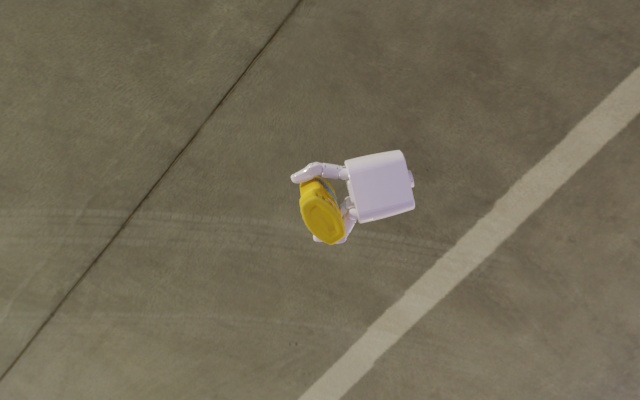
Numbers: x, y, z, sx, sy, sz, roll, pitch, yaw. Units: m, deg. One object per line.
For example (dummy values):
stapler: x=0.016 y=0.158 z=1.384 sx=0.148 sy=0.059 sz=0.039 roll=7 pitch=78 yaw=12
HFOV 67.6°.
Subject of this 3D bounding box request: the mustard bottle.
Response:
mustard bottle: x=0.000 y=0.003 z=0.881 sx=0.058 sy=0.096 sz=0.191 roll=-36 pitch=18 yaw=10
